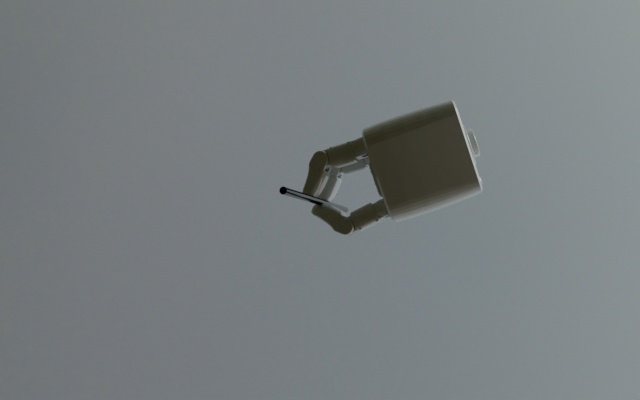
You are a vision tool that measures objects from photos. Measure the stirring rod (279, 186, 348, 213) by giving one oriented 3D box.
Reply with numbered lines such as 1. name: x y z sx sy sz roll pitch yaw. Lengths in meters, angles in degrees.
1. stirring rod: 0.000 0.002 0.581 0.011 0.011 0.239 0 -6 18
